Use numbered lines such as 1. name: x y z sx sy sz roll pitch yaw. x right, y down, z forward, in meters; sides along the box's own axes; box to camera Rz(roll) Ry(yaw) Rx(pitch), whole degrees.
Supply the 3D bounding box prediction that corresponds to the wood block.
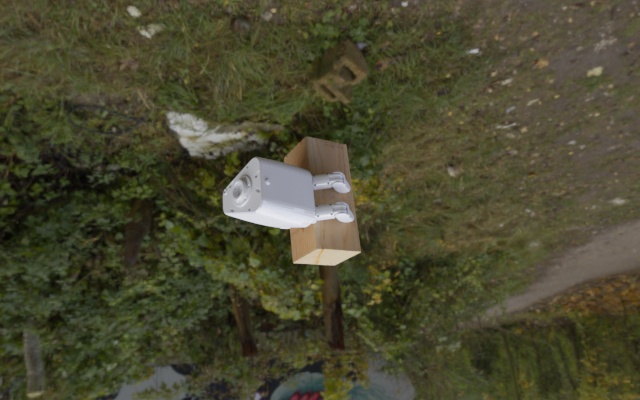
1. wood block: 0.000 0.003 0.853 0.090 0.206 0.091 7 -25 -30
